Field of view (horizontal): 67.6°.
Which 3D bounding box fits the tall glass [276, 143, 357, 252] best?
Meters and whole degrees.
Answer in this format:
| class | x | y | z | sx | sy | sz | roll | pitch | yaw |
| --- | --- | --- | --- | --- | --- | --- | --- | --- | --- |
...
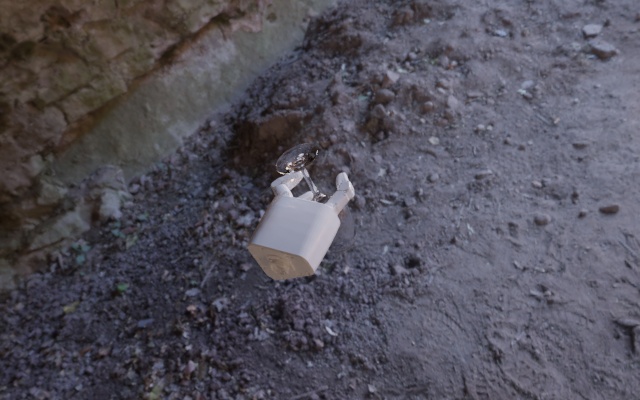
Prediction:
| class | x | y | z | sx | sy | sz | roll | pitch | yaw |
| --- | --- | --- | --- | --- | --- | --- | --- | --- | --- |
| tall glass | 0.000 | 0.002 | 0.825 | 0.079 | 0.201 | 0.079 | -18 | 38 | 15 |
